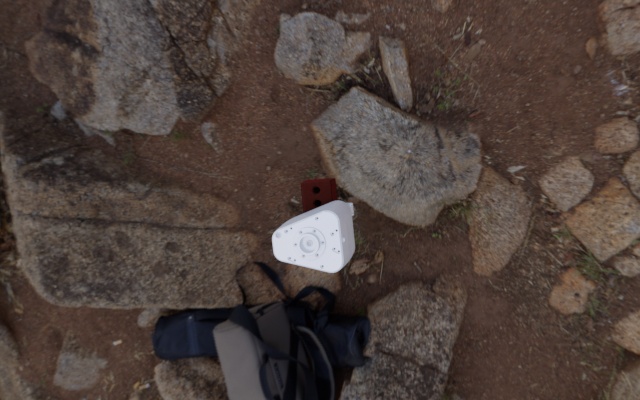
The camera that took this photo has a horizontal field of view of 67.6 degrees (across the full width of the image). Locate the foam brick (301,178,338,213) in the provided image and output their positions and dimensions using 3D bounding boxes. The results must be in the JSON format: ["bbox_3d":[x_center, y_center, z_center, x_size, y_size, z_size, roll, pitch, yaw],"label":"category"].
[{"bbox_3d":[0.000,0.002,0.813,0.053,0.078,0.051,-5,5,12],"label":"foam brick"}]
